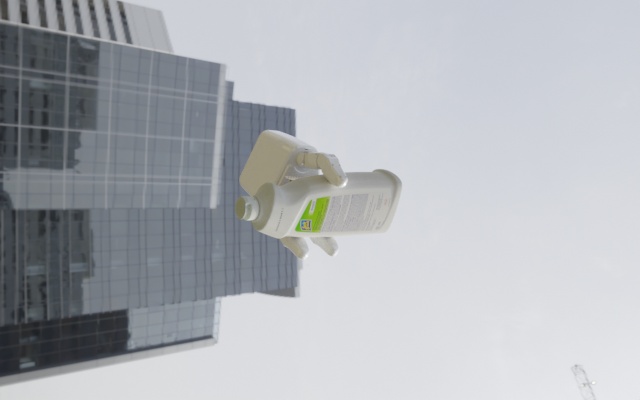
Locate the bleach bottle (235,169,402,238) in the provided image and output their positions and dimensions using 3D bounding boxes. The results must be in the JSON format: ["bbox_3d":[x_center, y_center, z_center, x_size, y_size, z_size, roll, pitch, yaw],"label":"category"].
[{"bbox_3d":[0.000,0.002,0.679,0.251,0.102,0.068,0,22,-37],"label":"bleach bottle"}]
